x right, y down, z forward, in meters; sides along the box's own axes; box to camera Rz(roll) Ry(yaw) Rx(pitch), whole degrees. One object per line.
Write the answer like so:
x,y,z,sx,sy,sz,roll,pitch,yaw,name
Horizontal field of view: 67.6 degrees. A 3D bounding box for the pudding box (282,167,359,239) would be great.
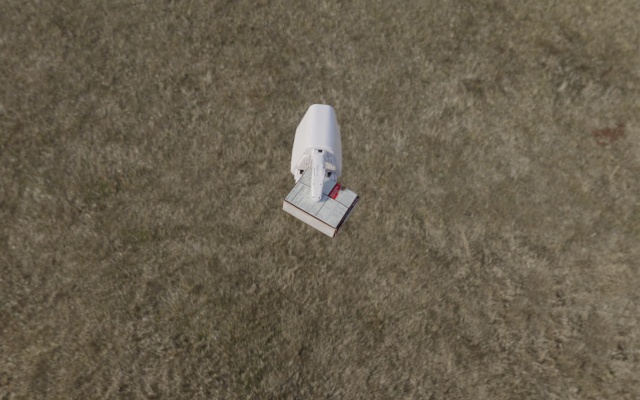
0.000,0.003,0.864,0.113,0.090,0.039,29,-30,12,pudding box
